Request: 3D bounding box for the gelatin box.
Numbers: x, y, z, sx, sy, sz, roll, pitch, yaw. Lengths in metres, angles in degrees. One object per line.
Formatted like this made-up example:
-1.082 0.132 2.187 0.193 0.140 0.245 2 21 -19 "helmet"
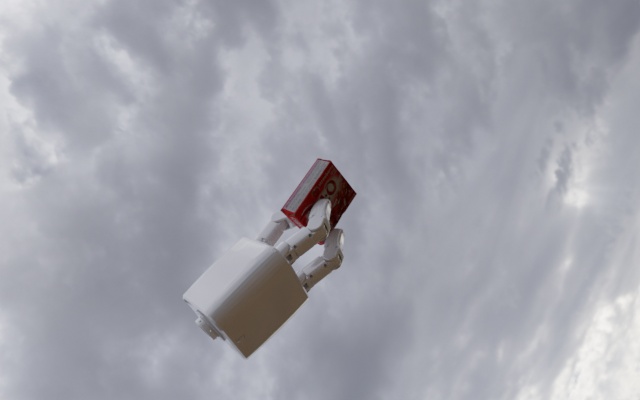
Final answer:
0.000 0.002 0.624 0.030 0.089 0.073 18 -23 45 "gelatin box"
